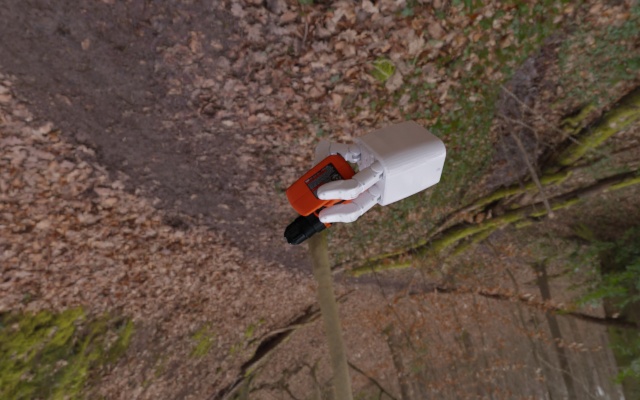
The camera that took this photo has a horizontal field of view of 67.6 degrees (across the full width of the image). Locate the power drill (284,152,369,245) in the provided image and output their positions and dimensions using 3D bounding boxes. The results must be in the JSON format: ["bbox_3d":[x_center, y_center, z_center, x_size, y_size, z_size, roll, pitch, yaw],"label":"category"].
[{"bbox_3d":[0.000,0.002,0.791,0.184,0.057,0.188,-39,-13,0],"label":"power drill"}]
